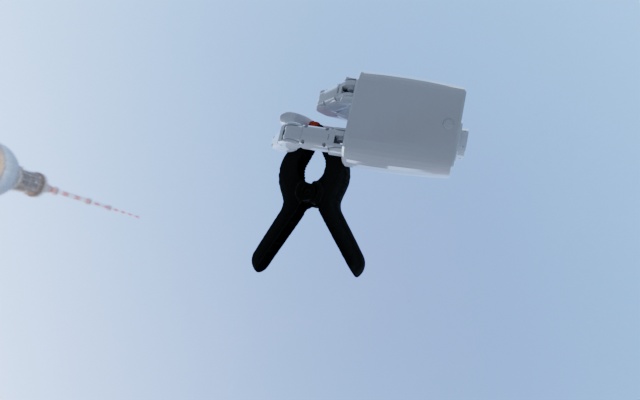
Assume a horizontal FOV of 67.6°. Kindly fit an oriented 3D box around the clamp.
[{"bbox_3d":[0.000,0.002,0.504,0.120,0.171,0.039,10,-9,13],"label":"clamp"}]
